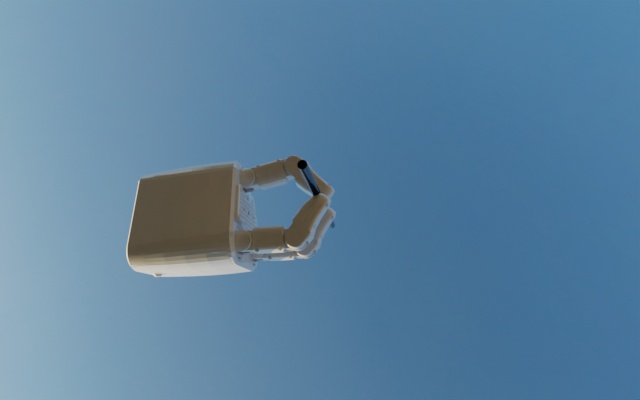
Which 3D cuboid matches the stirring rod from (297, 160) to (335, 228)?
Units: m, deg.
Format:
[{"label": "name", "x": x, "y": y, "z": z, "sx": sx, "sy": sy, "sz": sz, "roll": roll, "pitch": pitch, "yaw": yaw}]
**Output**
[{"label": "stirring rod", "x": 0.000, "y": 0.002, "z": 0.490, "sx": 0.011, "sy": 0.011, "sz": 0.239, "roll": 0, "pitch": -14, "yaw": 7}]
